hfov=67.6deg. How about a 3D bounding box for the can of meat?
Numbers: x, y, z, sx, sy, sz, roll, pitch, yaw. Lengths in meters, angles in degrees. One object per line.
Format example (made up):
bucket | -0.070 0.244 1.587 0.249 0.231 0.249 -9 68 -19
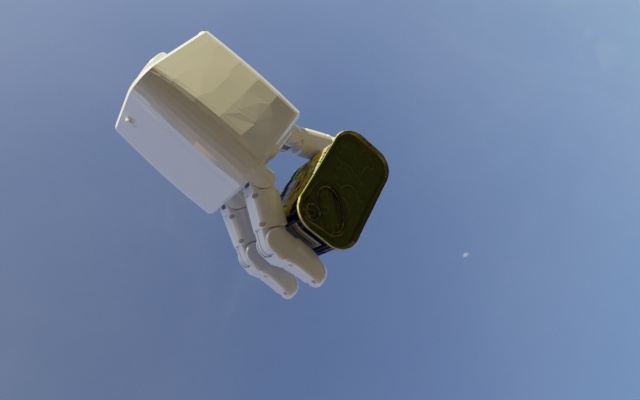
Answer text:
can of meat | 0.000 0.001 0.408 0.057 0.102 0.084 39 -33 -15
